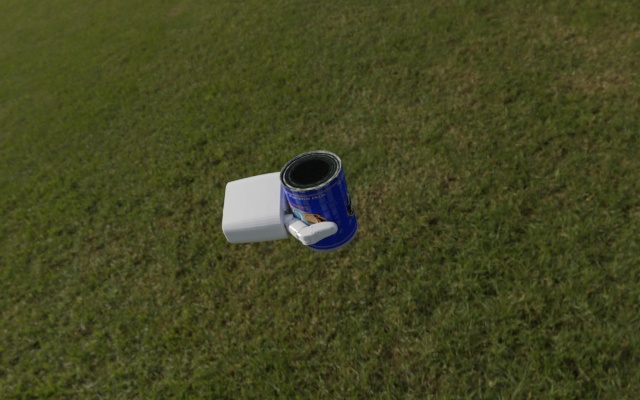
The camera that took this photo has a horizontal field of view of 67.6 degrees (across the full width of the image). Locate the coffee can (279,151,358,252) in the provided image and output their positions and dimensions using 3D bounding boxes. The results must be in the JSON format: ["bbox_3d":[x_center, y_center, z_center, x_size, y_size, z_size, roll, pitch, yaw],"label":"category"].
[{"bbox_3d":[0.000,0.003,0.800,0.103,0.140,0.102,-10,40,9],"label":"coffee can"}]
